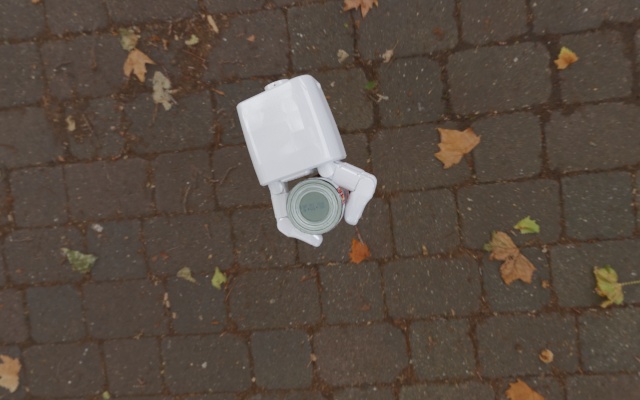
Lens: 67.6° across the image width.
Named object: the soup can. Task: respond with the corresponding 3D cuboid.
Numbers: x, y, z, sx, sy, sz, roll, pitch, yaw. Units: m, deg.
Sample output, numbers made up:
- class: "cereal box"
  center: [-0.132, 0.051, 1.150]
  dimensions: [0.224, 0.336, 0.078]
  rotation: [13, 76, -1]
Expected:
- class: "soup can"
  center: [0.000, 0.002, 0.593]
  dimensions: [0.068, 0.068, 0.102]
  rotation: [0, 6, 9]
